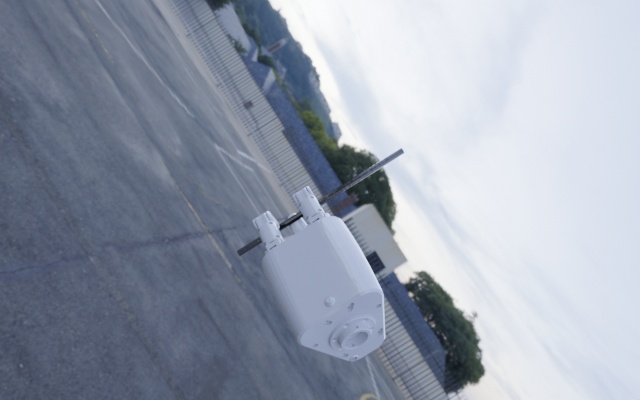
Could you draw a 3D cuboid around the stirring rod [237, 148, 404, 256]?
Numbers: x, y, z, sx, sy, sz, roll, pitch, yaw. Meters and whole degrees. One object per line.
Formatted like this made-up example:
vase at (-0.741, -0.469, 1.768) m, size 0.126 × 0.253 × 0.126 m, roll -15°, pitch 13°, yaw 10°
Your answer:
stirring rod at (0.000, 0.002, 0.593) m, size 0.239 × 0.011 × 0.011 m, roll -32°, pitch 0°, yaw 0°
